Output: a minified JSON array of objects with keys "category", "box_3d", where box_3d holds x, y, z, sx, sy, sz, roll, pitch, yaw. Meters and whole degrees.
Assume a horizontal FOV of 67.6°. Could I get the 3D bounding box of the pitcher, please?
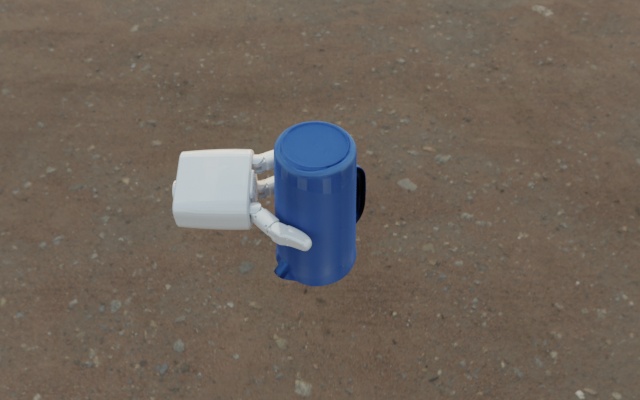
[{"category":"pitcher","box_3d":[0.000,0.002,0.705,0.145,0.149,0.243,2,-42,1]}]
